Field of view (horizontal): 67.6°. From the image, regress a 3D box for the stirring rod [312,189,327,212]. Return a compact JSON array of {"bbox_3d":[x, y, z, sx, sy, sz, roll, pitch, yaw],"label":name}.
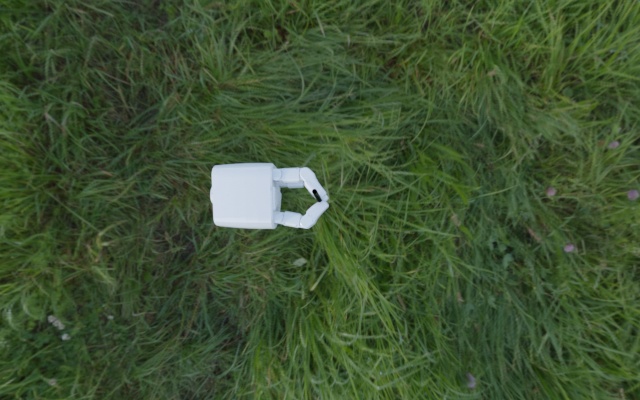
[{"bbox_3d":[0.000,0.003,0.853,0.011,0.011,0.239,0,-8,5],"label":"stirring rod"}]
